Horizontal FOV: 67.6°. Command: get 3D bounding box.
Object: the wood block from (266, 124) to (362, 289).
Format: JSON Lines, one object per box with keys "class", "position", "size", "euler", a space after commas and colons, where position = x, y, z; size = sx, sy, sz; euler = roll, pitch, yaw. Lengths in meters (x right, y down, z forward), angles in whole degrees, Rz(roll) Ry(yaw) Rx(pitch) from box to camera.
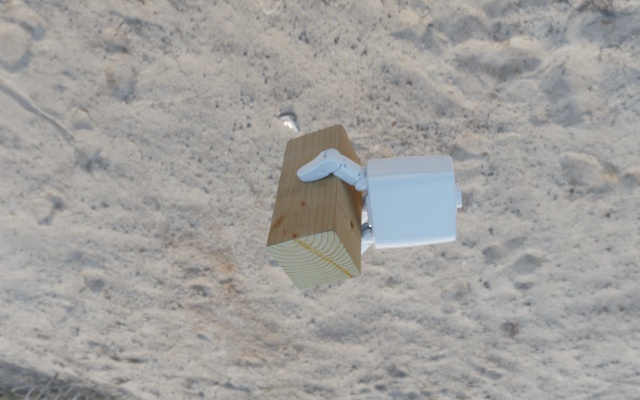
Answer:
{"class": "wood block", "position": [0.000, 0.002, 0.641], "size": [0.090, 0.206, 0.091], "euler": [-15, -50, 19]}
